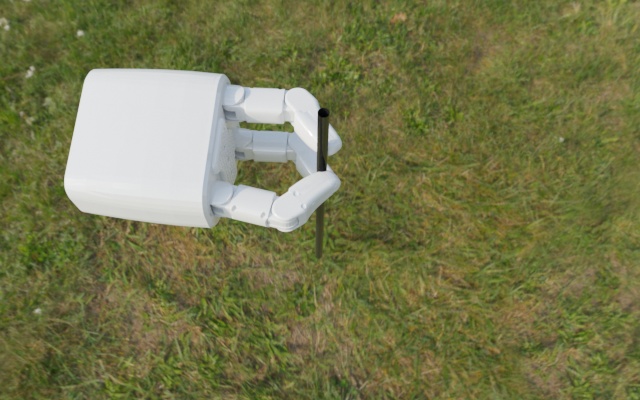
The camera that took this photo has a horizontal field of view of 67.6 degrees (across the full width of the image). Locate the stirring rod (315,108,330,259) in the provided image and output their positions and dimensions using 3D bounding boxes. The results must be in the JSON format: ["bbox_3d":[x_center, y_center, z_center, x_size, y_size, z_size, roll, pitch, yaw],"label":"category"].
[{"bbox_3d":[0.000,0.001,0.413,0.011,0.011,0.240,0,-29,-1],"label":"stirring rod"}]
